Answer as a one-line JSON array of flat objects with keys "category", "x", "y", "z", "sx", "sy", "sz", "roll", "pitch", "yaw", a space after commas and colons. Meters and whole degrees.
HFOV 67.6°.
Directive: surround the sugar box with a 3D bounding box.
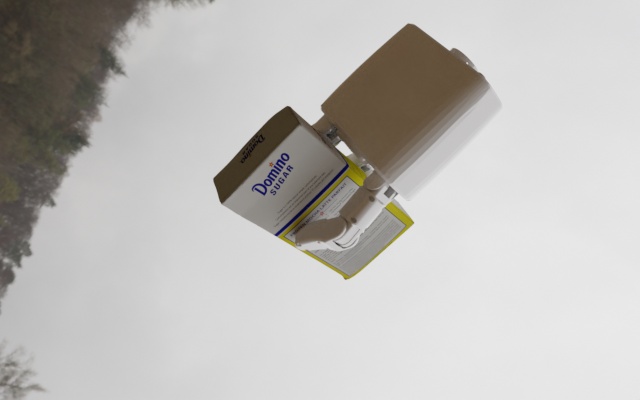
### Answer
[{"category": "sugar box", "x": 0.000, "y": 0.001, "z": 0.436, "sx": 0.176, "sy": 0.093, "sz": 0.048, "roll": 38, "pitch": 14, "yaw": -38}]
